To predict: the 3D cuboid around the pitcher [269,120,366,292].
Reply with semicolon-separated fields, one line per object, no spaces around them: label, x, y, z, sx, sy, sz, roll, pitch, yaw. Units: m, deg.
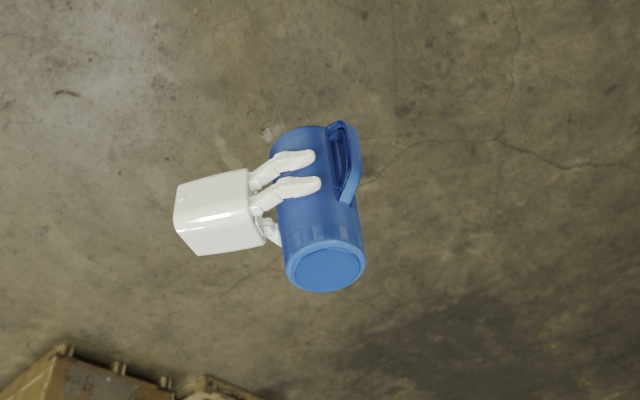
pitcher;0.000;0.002;0.702;0.145;0.149;0.242;-11;44;2
